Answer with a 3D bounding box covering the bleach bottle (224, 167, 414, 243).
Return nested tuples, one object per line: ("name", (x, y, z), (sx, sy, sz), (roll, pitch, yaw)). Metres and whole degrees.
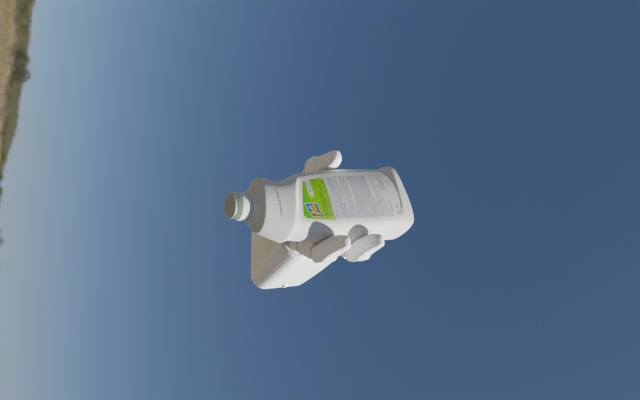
("bleach bottle", (0.000, 0.002, 0.590), (0.251, 0.102, 0.068), (2, -33, -37))
